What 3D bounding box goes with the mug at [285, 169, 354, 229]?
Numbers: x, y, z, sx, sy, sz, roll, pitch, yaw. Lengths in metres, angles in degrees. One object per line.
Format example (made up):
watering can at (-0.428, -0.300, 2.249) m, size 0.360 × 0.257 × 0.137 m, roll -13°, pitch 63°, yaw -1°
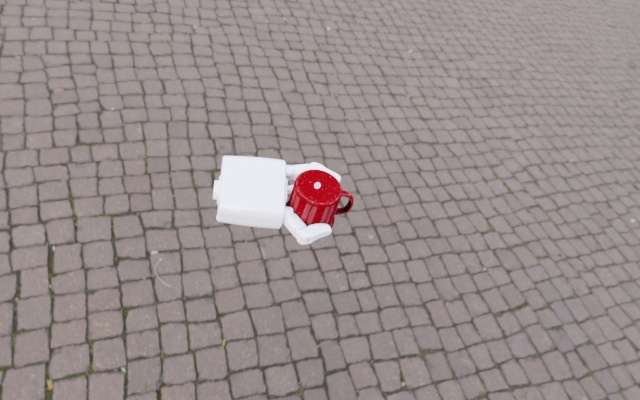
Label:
mug at (0.002, 0.003, 0.813) m, size 0.117 × 0.093 × 0.082 m, roll 4°, pitch -40°, yaw -14°
